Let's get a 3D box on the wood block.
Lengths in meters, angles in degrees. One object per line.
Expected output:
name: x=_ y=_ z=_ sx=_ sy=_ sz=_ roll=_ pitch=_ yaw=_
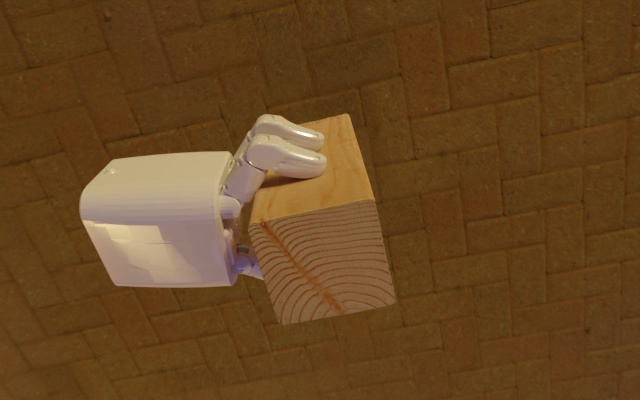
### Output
wood block: x=0.000 y=0.002 z=0.424 sx=0.090 sy=0.091 sz=0.206 roll=-12 pitch=26 yaw=4
